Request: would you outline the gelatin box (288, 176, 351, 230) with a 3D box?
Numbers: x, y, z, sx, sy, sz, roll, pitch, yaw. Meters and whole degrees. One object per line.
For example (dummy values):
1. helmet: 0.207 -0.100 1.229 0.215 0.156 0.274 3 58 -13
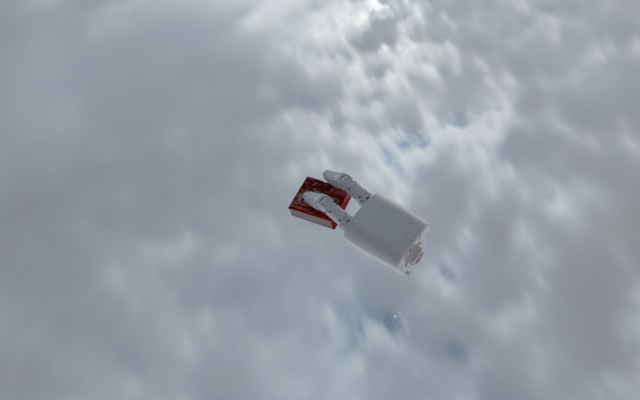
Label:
1. gelatin box: 0.000 0.003 0.831 0.089 0.073 0.030 17 -28 24
